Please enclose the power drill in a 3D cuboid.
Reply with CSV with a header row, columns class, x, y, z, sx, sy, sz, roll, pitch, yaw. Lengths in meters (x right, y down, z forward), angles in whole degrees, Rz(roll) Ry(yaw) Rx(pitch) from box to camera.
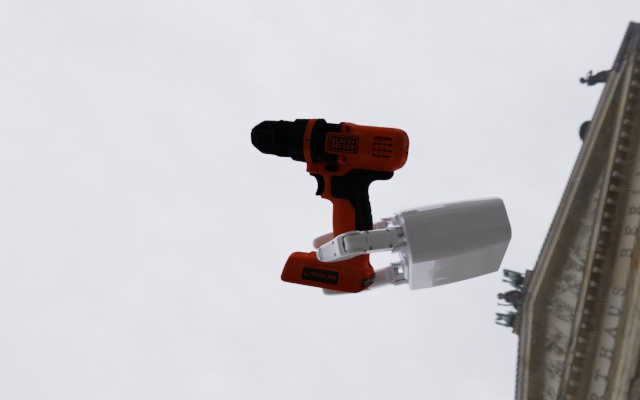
class,x,y,z,sx,sy,sz,roll,pitch,yaw
power drill,0.000,0.002,0.541,0.184,0.187,0.057,7,7,19
